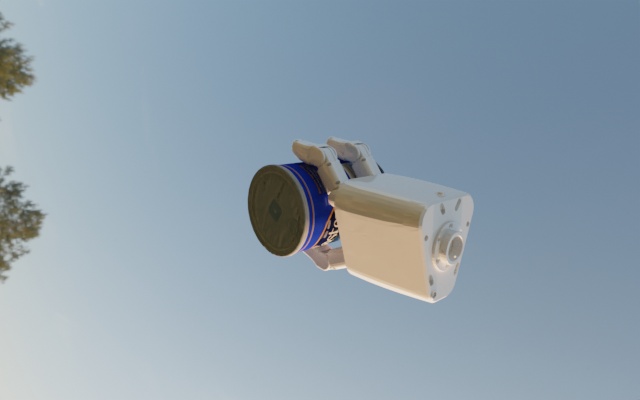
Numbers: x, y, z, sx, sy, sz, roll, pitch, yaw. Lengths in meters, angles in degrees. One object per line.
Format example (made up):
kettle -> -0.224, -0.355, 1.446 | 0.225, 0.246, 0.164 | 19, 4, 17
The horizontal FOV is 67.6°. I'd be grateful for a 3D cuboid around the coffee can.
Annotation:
coffee can -> 0.000, 0.002, 0.568 | 0.140, 0.103, 0.103 | -11, 8, -42
